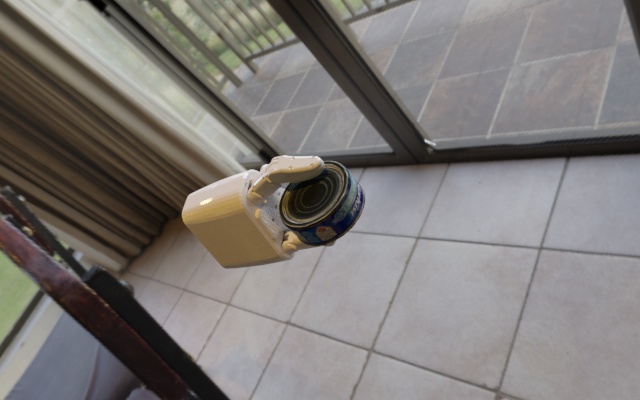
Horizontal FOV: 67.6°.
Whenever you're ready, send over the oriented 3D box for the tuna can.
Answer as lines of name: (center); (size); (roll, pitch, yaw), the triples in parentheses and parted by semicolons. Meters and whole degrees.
tuna can: (0.000, 0.001, 0.487); (0.086, 0.086, 0.034); (0, -35, 40)
